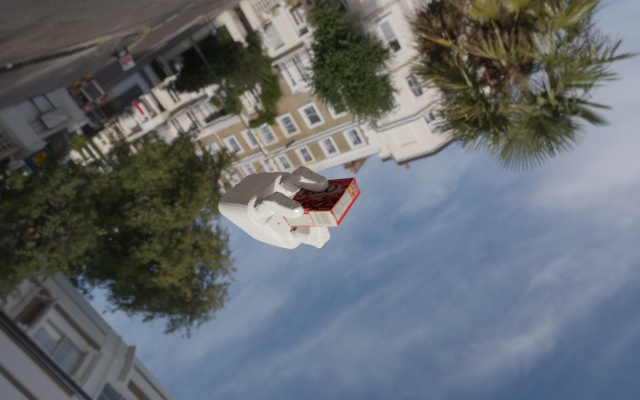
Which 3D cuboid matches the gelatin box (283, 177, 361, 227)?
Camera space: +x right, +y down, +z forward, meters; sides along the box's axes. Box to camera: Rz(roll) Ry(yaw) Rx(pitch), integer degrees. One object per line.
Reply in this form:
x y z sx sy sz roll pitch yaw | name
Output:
0.001 0.003 0.656 0.089 0.030 0.073 -2 37 38 | gelatin box
